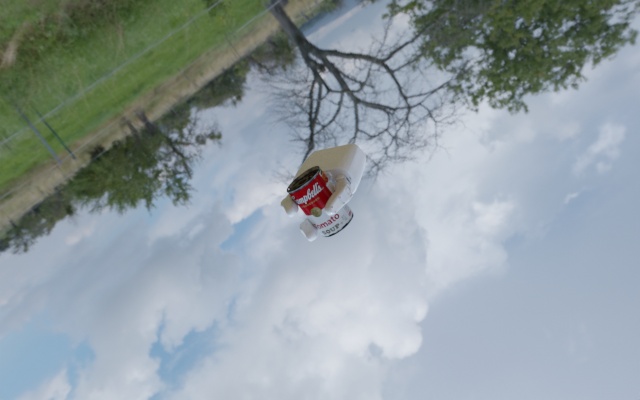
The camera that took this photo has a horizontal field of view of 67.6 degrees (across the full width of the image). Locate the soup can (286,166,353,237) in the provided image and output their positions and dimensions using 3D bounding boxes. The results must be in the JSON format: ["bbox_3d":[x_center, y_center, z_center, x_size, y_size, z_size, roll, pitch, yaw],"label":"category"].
[{"bbox_3d":[0.000,0.003,0.798,0.068,0.102,0.068,-33,18,13],"label":"soup can"}]
